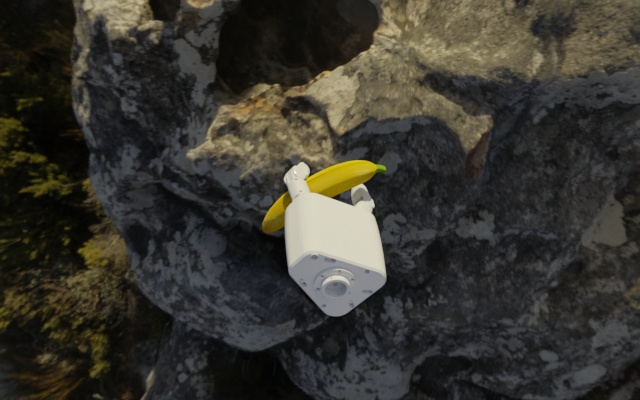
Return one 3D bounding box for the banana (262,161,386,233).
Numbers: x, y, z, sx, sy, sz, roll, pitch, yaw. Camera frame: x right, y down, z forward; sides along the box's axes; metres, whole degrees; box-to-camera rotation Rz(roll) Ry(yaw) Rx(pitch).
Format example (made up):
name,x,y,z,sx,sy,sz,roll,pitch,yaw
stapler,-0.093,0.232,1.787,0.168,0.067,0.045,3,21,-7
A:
name,x,y,z,sx,sy,sz,roll,pitch,yaw
banana,-0.003,-0.008,0.657,0.198,0.037,0.070,-25,-33,8
